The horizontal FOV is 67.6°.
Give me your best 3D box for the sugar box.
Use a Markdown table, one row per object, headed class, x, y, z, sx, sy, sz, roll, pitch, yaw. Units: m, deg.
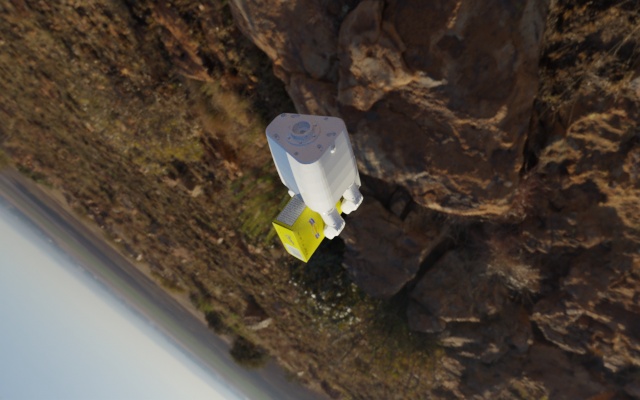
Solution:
| class | x | y | z | sx | sy | sz | roll | pitch | yaw |
| --- | --- | --- | --- | --- | --- | --- | --- | --- | --- |
| sugar box | 0.000 | 0.003 | 0.772 | 0.048 | 0.176 | 0.093 | 24 | -27 | 30 |
